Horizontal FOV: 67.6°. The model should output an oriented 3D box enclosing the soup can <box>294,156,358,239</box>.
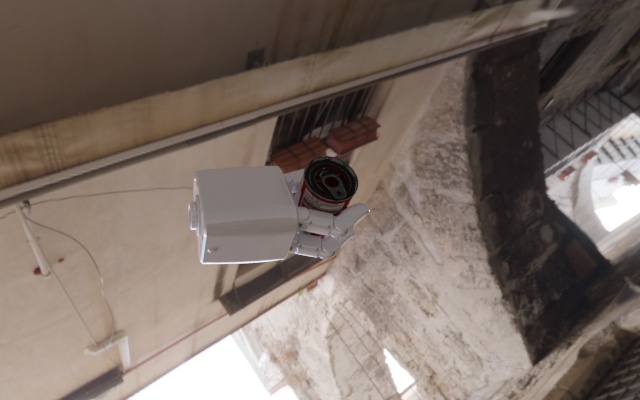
[{"bbox_3d":[0.000,0.002,0.608,0.068,0.068,0.102,0,-35,-18],"label":"soup can"}]
